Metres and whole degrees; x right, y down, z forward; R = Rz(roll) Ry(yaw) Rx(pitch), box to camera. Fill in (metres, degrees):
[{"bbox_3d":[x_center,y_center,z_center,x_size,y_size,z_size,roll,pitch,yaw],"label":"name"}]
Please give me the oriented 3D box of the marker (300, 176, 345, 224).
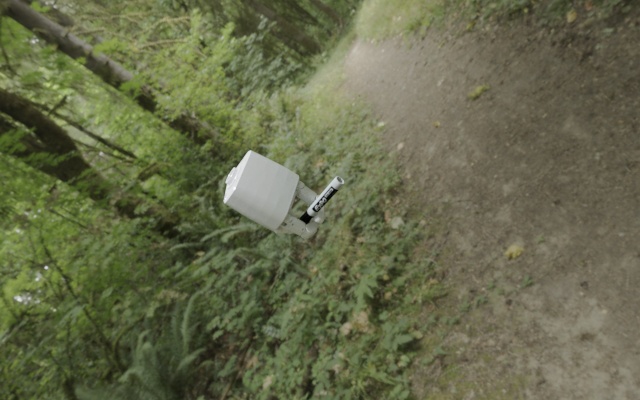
[{"bbox_3d":[0.000,0.003,0.853,0.020,0.020,0.121,0,-39,-46],"label":"marker"}]
